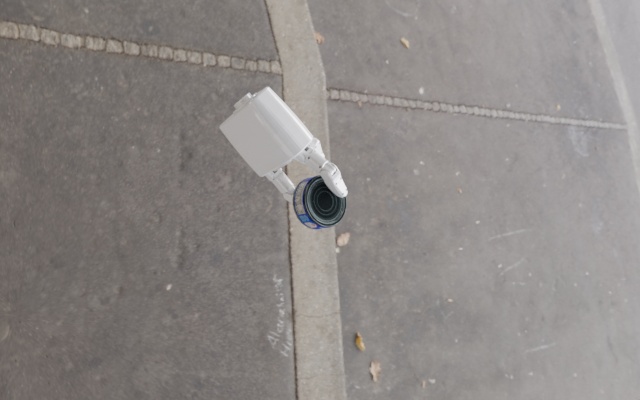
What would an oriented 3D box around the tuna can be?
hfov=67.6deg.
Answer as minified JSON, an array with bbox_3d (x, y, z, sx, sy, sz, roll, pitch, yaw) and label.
[{"bbox_3d":[0.001,0.002,0.762,0.086,0.086,0.034,0,-7,-36],"label":"tuna can"}]
